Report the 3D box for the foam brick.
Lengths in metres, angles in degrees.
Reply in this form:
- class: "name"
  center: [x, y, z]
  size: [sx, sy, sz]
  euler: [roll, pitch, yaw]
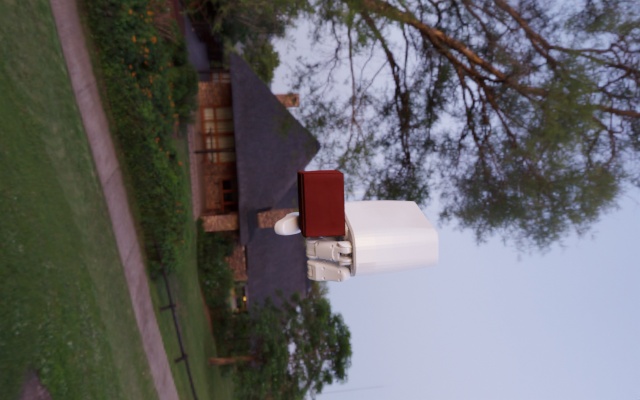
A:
- class: "foam brick"
  center: [0.000, 0.002, 0.587]
  size: [0.051, 0.078, 0.053]
  euler: [-3, 9, -8]
